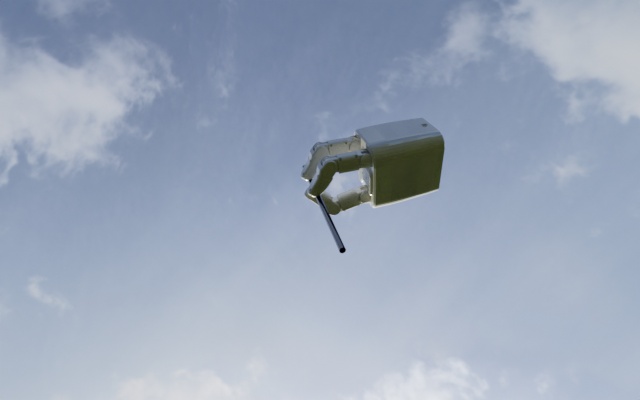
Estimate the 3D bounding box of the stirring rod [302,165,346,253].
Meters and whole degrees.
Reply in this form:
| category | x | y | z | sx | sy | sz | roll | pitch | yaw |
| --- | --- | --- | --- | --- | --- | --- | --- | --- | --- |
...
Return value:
| category | x | y | z | sx | sy | sz | roll | pitch | yaw |
| --- | --- | --- | --- | --- | --- | --- | --- | --- | --- |
| stirring rod | 0.000 | 0.002 | 0.647 | 0.011 | 0.011 | 0.239 | 0 | 27 | -14 |
